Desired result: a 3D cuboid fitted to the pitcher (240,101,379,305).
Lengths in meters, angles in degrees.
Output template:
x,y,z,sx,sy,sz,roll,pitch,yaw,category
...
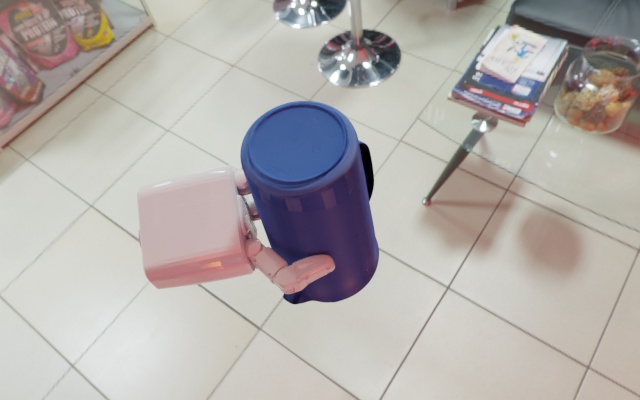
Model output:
x,y,z,sx,sy,sz,roll,pitch,yaw,category
0.000,0.002,0.526,0.145,0.149,0.243,-12,-32,1,pitcher
